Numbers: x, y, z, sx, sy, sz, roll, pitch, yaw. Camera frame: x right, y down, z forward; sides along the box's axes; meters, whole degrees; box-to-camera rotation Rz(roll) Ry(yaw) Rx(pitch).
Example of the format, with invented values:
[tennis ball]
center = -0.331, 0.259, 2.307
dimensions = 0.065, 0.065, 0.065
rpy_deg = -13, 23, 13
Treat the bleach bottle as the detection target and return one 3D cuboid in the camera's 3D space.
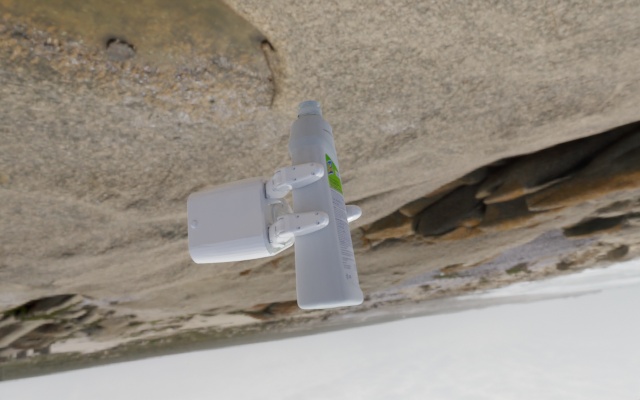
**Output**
[bleach bottle]
center = 0.000, 0.002, 0.583
dimensions = 0.068, 0.250, 0.102
rpy_deg = -9, -15, 14
